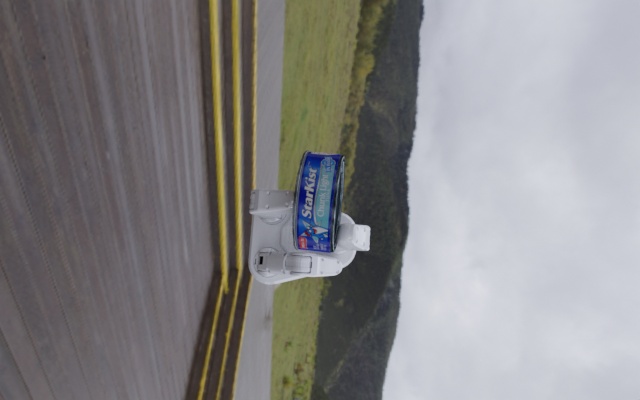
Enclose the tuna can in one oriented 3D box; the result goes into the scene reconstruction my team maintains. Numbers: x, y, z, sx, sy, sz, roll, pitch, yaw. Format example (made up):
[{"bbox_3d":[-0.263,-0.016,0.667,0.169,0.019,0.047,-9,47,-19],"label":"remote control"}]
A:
[{"bbox_3d":[0.001,0.001,0.409,0.034,0.086,0.086,6,1,6],"label":"tuna can"}]
